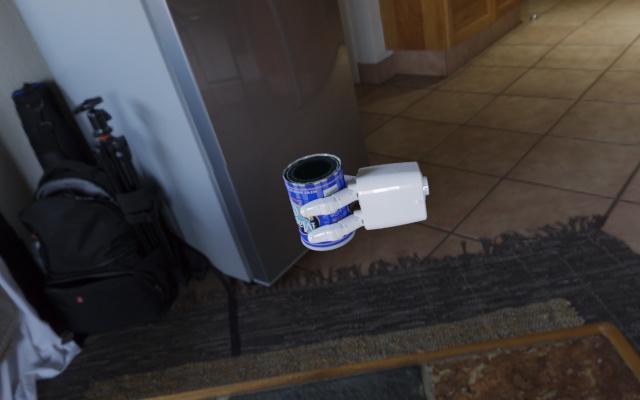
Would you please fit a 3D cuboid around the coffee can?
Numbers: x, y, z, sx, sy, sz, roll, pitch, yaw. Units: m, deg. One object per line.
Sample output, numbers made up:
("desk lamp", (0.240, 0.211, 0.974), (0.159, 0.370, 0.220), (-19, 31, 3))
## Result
("coffee can", (0.000, 0.003, 0.846), (0.103, 0.140, 0.102), (-10, 32, 7))
